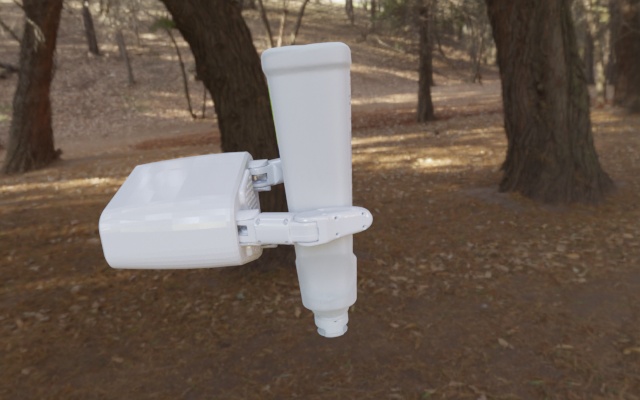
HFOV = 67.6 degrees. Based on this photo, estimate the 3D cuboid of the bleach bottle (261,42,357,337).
[{"bbox_3d":[0.000,0.001,0.408,0.068,0.251,0.102,-4,14,3],"label":"bleach bottle"}]
